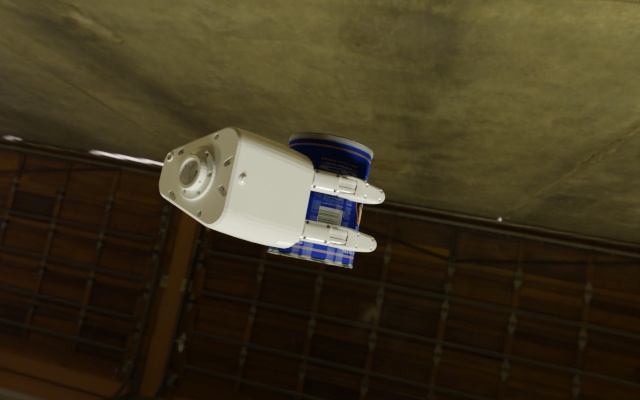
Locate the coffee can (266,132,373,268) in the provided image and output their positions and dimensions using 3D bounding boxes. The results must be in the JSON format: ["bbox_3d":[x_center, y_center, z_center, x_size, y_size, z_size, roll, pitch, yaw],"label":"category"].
[{"bbox_3d":[0.000,0.002,0.568,0.103,0.140,0.103,11,-7,1],"label":"coffee can"}]
